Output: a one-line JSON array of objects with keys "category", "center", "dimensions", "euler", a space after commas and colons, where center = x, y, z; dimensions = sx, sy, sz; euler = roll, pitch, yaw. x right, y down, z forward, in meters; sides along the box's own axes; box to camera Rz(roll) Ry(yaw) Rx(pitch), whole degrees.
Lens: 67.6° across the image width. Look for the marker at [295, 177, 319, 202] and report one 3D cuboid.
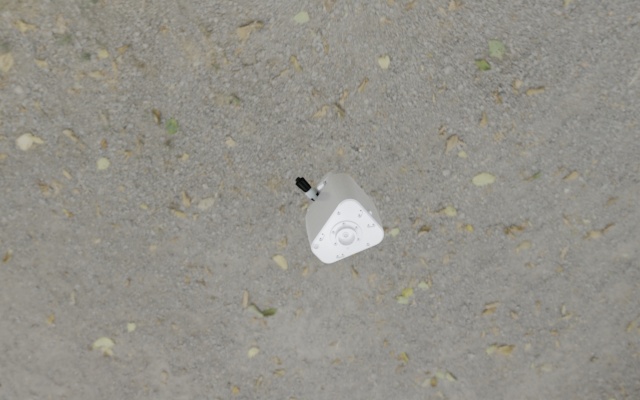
[{"category": "marker", "center": [0.000, 0.003, 0.834], "dimensions": [0.121, 0.020, 0.020], "euler": [45, -19, -20]}]
